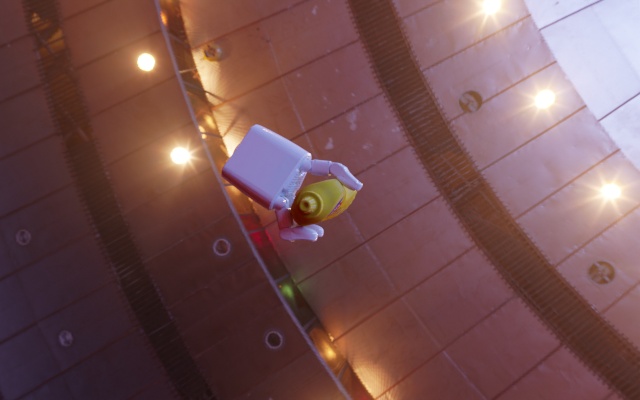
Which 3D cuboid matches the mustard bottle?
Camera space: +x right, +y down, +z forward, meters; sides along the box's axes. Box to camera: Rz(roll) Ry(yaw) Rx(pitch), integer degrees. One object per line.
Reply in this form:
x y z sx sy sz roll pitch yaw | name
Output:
0.000 0.003 0.786 0.096 0.058 0.191 -35 -6 13 | mustard bottle
